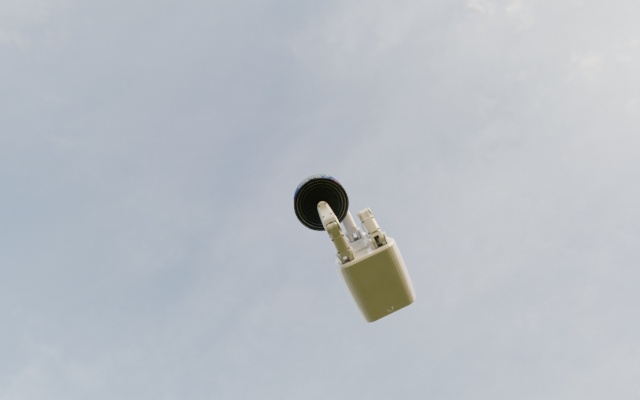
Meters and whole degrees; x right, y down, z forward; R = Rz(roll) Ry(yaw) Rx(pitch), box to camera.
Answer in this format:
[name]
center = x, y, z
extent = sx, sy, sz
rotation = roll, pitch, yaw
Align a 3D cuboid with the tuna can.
[tuna can]
center = 0.000, 0.002, 0.750
extent = 0.086, 0.086, 0.033
rotation = 0, 15, -5
